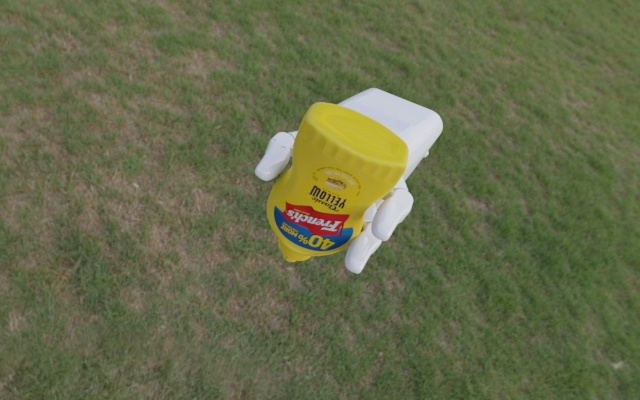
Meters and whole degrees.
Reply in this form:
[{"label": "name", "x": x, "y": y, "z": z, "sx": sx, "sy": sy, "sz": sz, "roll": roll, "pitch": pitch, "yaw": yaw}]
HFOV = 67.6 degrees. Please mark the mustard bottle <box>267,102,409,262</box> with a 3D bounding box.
[{"label": "mustard bottle", "x": 0.000, "y": 0.002, "z": 0.462, "sx": 0.096, "sy": 0.058, "sz": 0.192, "roll": 23, "pitch": -45, "yaw": -7}]
